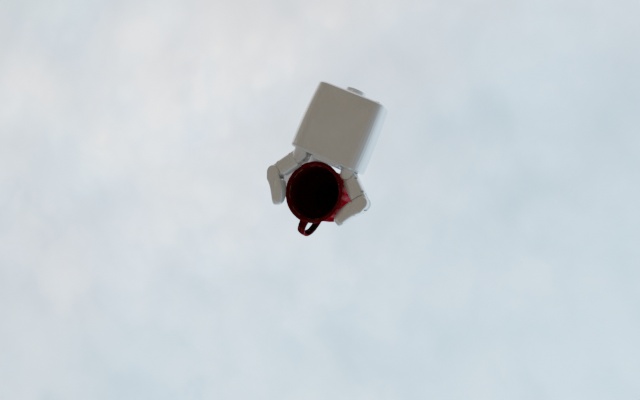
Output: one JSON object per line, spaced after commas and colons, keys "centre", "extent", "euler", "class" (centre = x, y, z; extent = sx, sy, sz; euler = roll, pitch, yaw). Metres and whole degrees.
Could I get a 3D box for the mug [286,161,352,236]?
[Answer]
{"centre": [0.000, 0.004, 0.745], "extent": [0.093, 0.117, 0.081], "euler": [25, 4, 24], "class": "mug"}
